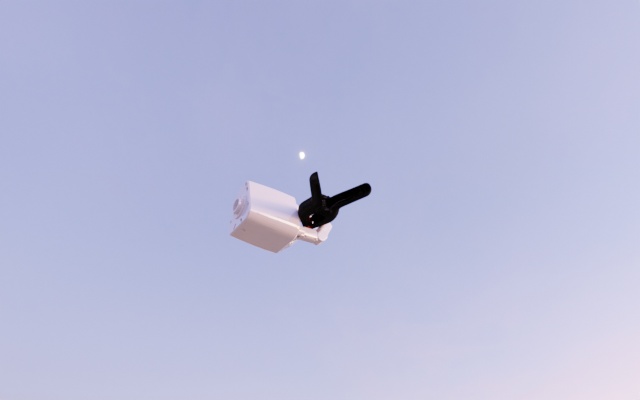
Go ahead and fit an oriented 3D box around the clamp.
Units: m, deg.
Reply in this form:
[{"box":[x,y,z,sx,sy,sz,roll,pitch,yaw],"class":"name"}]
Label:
[{"box":[0.000,0.003,0.893,0.120,0.039,0.171,22,-44,-27],"class":"clamp"}]
